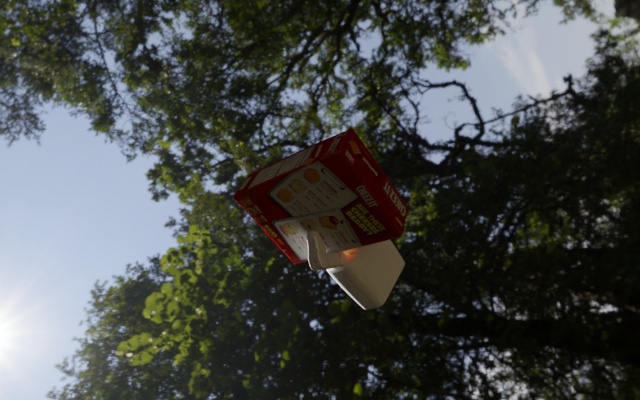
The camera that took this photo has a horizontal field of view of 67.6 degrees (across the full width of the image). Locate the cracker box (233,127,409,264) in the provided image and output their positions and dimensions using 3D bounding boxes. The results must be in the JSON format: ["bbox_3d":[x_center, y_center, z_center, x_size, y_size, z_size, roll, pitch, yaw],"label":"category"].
[{"bbox_3d":[0.000,0.003,0.730,0.214,0.164,0.072,-20,30,35],"label":"cracker box"}]
